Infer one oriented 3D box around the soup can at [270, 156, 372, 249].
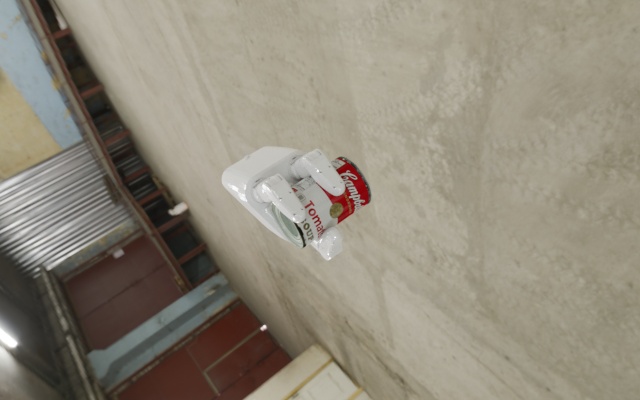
[{"bbox_3d":[0.000,0.002,0.564,0.102,0.068,0.068,-34,12,-20],"label":"soup can"}]
